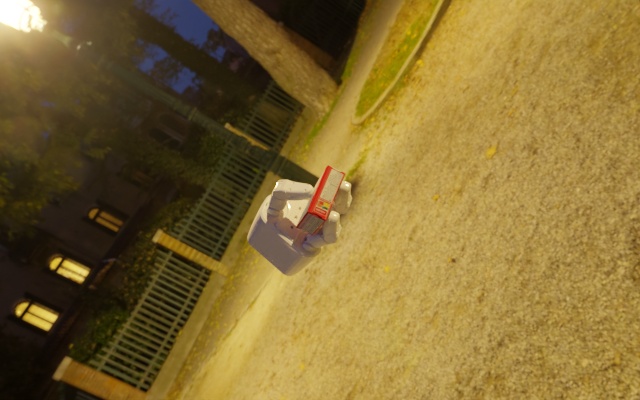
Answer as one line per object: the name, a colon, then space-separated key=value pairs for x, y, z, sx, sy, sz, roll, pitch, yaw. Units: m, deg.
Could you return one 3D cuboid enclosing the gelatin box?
gelatin box: x=0.000 y=0.002 z=0.659 sx=0.030 sy=0.073 sz=0.089 roll=25 pitch=-21 yaw=-4
